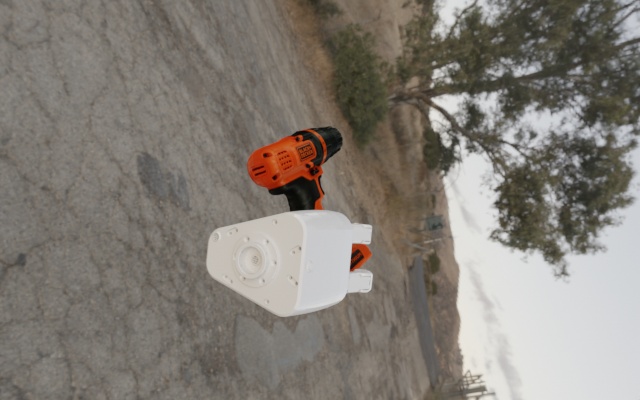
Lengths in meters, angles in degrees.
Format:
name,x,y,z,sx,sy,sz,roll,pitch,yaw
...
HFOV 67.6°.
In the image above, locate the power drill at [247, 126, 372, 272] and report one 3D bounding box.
name,x,y,z,sx,sy,sz,roll,pitch,yaw
power drill,0.000,0.002,0.607,0.057,0.187,0.184,-18,8,36
